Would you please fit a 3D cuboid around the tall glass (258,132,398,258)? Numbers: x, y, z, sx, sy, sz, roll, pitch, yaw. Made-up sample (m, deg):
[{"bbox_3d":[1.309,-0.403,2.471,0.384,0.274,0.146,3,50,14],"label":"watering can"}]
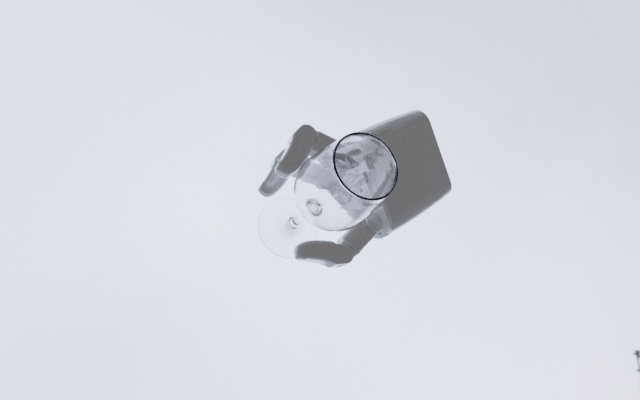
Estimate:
[{"bbox_3d":[0.000,0.002,0.483,0.079,0.079,0.201,0,-18,-24],"label":"tall glass"}]
